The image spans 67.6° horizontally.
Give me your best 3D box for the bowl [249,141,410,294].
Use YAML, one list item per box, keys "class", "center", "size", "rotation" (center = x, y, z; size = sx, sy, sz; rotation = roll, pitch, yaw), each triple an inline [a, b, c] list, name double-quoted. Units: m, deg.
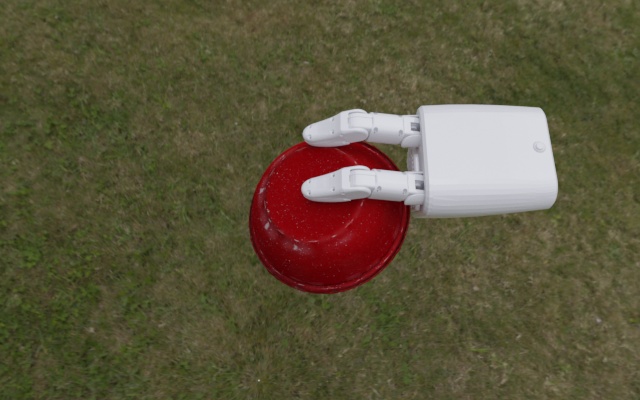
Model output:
- class: "bowl"
  center: [-0.001, 0.002, 0.442]
  size: [0.162, 0.162, 0.055]
  rotation: [0, -20, 15]
